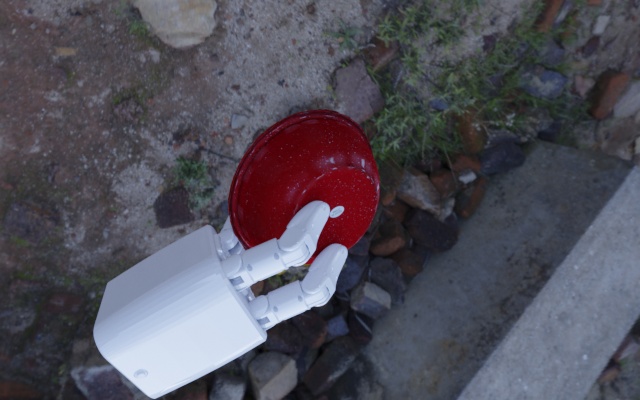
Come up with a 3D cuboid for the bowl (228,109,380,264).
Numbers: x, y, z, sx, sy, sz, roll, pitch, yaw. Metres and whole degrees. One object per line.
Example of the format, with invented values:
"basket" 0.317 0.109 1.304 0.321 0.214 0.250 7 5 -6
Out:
"bowl" 0.001 0.001 0.442 0.162 0.162 0.055 0 25 -35
